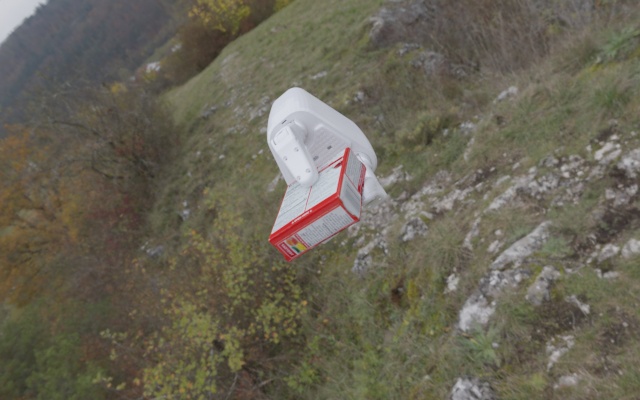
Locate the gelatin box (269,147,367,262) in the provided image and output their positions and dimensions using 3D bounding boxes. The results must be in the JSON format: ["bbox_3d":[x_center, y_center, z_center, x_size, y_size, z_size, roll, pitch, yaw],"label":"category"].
[{"bbox_3d":[0.000,0.001,0.402,0.073,0.030,0.089,-32,22,25],"label":"gelatin box"}]
